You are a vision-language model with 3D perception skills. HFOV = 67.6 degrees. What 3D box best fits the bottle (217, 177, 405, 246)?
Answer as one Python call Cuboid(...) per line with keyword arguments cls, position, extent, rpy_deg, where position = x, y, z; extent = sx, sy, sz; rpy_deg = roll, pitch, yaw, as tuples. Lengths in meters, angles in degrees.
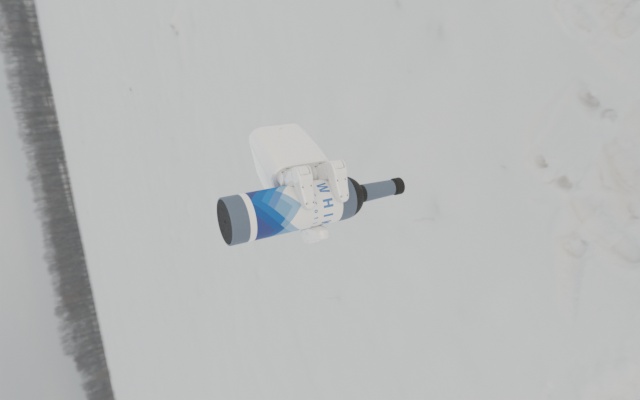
Cuboid(cls="bottle", position=(0.000, 0.002, 0.703), extent=(0.295, 0.069, 0.069), rpy_deg=(-12, 5, -27))
